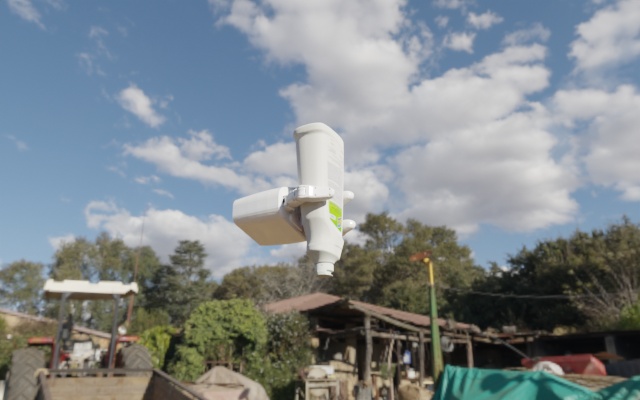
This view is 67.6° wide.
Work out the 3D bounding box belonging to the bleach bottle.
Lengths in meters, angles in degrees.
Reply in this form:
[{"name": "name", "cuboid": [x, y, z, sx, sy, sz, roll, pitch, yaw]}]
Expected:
[{"name": "bleach bottle", "cuboid": [0.000, 0.003, 0.809, 0.068, 0.250, 0.102, -12, -22, 28]}]
